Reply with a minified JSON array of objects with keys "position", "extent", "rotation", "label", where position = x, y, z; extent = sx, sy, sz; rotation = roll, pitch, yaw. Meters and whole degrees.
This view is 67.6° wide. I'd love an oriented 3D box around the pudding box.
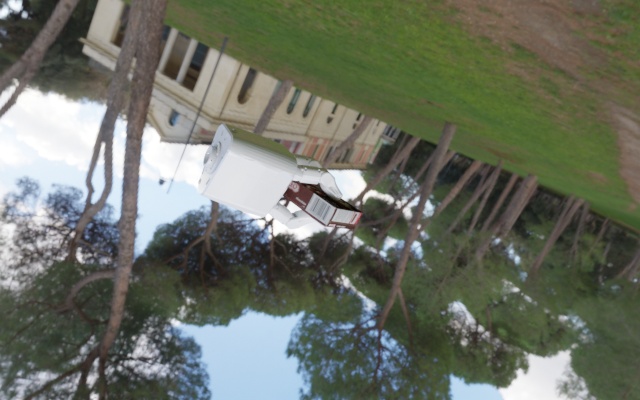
[{"position":[0.000,0.003,0.772],"extent":[0.113,0.039,0.090],"rotation":[37,15,30],"label":"pudding box"}]
